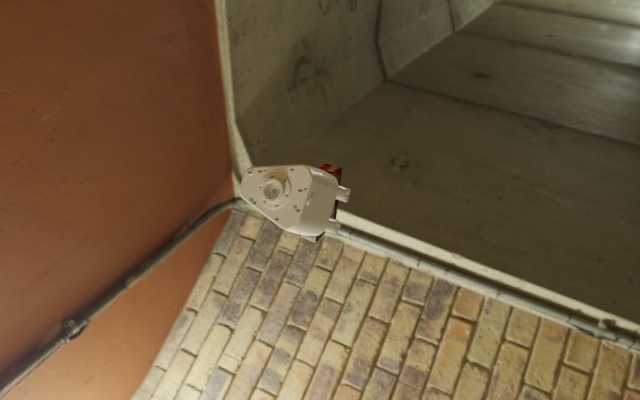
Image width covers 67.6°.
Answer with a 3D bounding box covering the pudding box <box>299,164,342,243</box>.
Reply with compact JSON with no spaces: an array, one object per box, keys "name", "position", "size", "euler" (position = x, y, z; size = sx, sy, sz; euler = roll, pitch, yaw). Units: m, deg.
[{"name":"pudding box","position":[0.000,0.003,0.827],"size":[0.039,0.113,0.090],"euler":[18,28,20]}]
